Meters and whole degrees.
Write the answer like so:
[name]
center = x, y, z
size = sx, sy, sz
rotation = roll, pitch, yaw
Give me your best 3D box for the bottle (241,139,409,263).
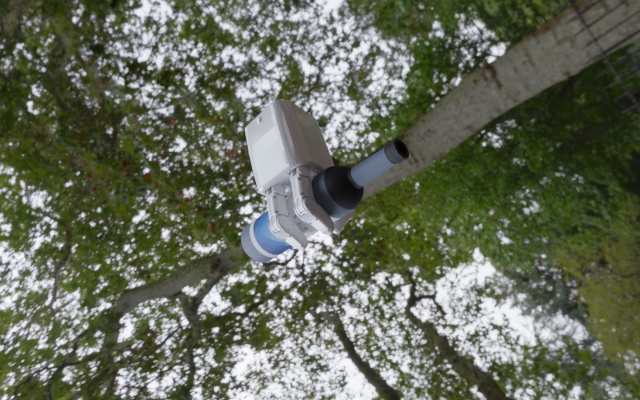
[bottle]
center = 0.000, 0.002, 0.660
size = 0.069, 0.069, 0.296
rotation = 0, -26, -47
